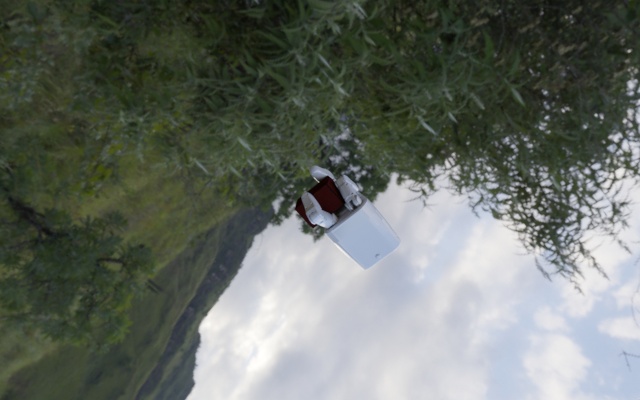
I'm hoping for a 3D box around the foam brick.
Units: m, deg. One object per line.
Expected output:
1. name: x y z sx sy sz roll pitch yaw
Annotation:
1. foam brick: 0.000 0.003 0.865 0.078 0.051 0.053 -38 14 18
